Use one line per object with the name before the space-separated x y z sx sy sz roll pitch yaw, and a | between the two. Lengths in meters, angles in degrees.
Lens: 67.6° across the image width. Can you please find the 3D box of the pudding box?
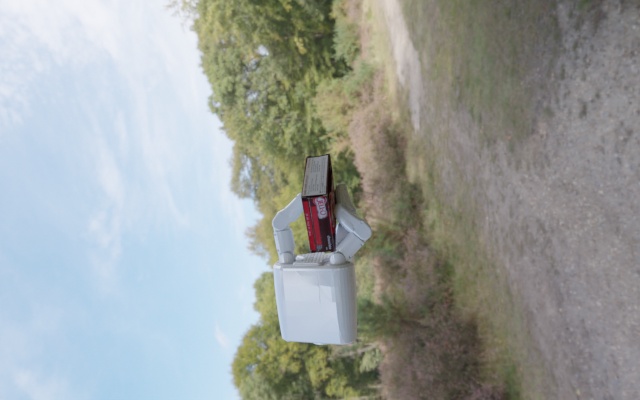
pudding box | 0.000 0.002 0.644 0.039 0.090 0.113 -5 33 3
